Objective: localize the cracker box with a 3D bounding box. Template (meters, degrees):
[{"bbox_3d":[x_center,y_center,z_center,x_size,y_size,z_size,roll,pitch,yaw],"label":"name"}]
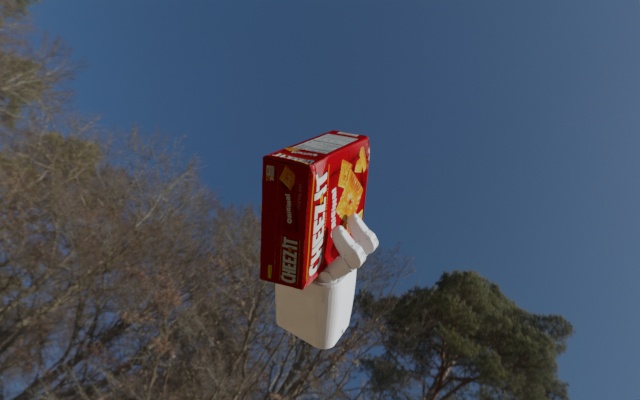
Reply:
[{"bbox_3d":[0.000,0.002,0.660,0.072,0.164,0.213,11,20,21],"label":"cracker box"}]
